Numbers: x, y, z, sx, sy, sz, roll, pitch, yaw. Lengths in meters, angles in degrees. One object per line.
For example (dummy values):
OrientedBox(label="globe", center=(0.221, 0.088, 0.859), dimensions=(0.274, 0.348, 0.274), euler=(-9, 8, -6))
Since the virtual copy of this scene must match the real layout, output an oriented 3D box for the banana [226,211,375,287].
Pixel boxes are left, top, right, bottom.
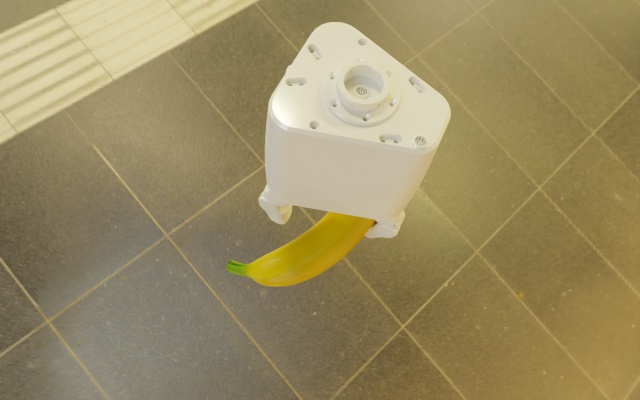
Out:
OrientedBox(label="banana", center=(0.010, 0.016, 0.429), dimensions=(0.198, 0.069, 0.037), euler=(-39, -23, -15))
